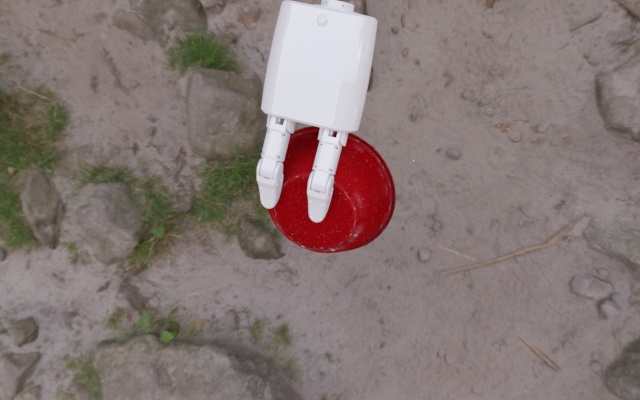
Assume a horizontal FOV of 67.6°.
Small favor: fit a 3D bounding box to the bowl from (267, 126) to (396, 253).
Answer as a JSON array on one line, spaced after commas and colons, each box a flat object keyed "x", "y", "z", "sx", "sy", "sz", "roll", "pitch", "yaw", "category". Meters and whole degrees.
[{"x": 0.000, "y": 0.003, "z": 0.535, "sx": 0.162, "sy": 0.162, "sz": 0.055, "roll": 0, "pitch": 27, "yaw": 17, "category": "bowl"}]
